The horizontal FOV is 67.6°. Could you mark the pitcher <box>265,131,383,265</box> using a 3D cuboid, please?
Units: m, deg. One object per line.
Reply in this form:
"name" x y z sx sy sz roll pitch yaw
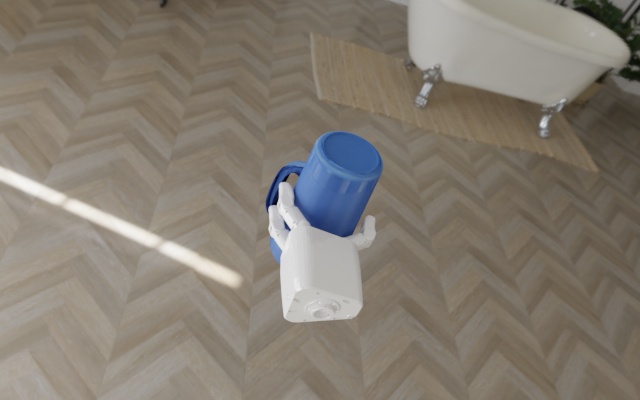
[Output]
"pitcher" 0.000 0.003 0.782 0.149 0.145 0.243 9 -45 -16
